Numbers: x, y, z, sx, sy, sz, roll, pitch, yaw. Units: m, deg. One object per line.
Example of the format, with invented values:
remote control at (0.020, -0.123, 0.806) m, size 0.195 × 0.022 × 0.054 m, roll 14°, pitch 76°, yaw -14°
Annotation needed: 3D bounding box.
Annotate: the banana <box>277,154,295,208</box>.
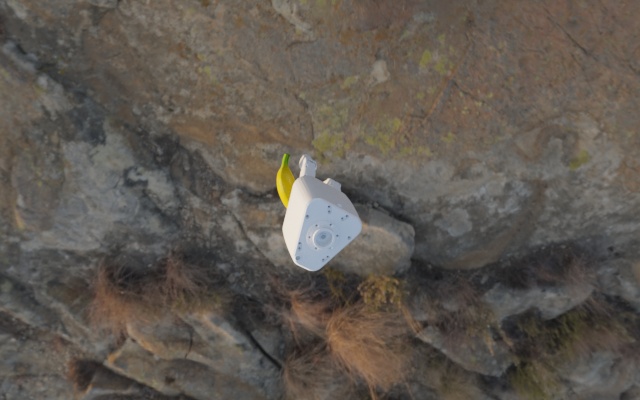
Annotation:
banana at (-0.015, 0.013, 0.827) m, size 0.069 × 0.198 × 0.037 m, roll -45°, pitch 18°, yaw -15°
